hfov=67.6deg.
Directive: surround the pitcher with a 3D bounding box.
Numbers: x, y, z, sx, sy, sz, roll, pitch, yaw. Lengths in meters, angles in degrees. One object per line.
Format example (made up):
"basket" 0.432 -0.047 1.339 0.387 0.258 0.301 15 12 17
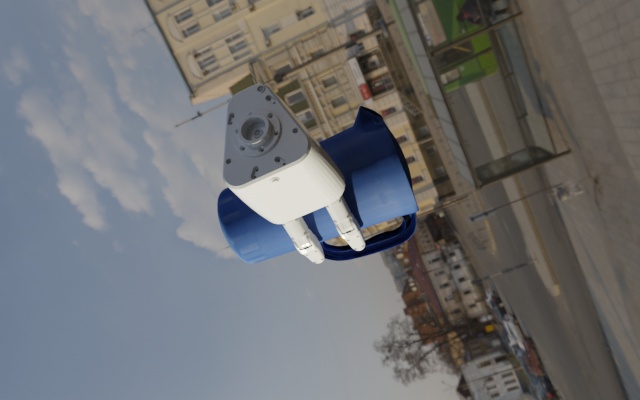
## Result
"pitcher" 0.000 0.002 0.621 0.243 0.149 0.145 -22 -24 10
